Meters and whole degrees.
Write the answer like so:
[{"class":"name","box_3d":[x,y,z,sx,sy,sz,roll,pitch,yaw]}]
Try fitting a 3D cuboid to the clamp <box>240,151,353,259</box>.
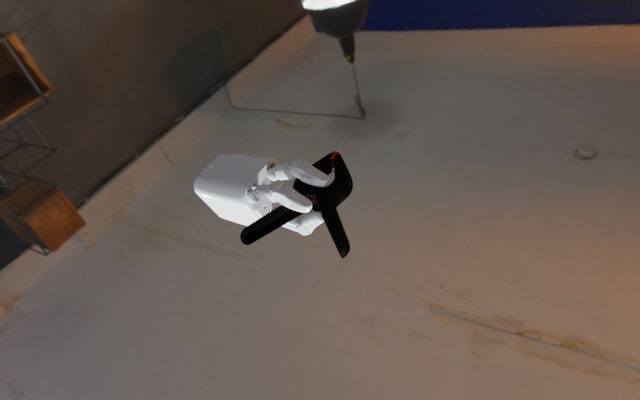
[{"class":"clamp","box_3d":[0.000,0.003,0.708,0.164,0.036,0.210,11,47,28]}]
